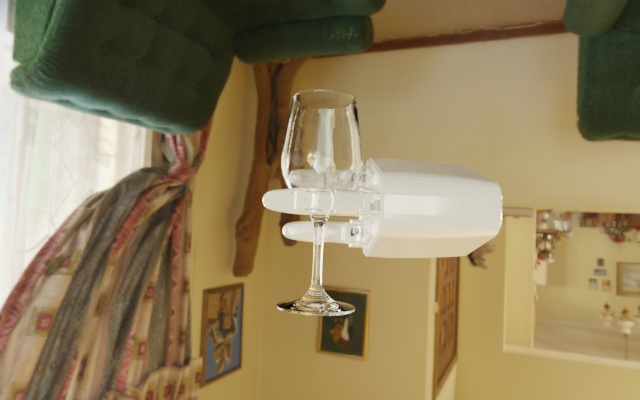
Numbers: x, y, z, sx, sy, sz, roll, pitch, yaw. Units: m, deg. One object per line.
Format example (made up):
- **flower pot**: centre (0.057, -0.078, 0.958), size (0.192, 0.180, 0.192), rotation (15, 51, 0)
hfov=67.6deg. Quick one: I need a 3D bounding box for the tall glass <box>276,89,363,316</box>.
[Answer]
- **tall glass**: centre (0.000, 0.002, 0.452), size (0.079, 0.201, 0.079), rotation (2, -2, 0)
